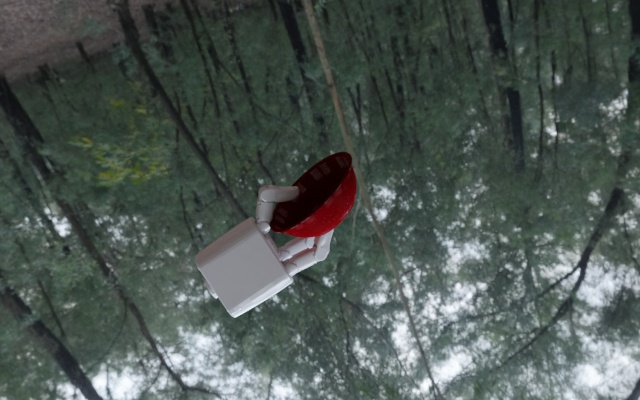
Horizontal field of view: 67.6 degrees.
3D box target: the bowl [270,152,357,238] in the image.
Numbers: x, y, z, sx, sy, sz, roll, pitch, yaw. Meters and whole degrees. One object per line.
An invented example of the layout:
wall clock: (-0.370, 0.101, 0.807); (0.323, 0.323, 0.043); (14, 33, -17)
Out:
bowl: (0.001, 0.002, 0.715); (0.055, 0.162, 0.162); (45, -20, -21)
